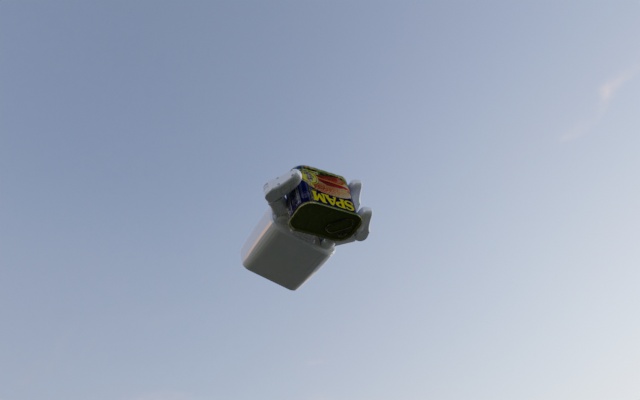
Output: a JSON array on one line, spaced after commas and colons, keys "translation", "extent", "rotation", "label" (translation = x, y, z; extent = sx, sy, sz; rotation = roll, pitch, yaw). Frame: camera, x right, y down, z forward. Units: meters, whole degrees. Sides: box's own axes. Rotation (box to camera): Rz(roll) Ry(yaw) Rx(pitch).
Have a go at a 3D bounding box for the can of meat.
[{"translation": [0.000, 0.002, 0.680], "extent": [0.102, 0.084, 0.057], "rotation": [16, -52, -29], "label": "can of meat"}]
